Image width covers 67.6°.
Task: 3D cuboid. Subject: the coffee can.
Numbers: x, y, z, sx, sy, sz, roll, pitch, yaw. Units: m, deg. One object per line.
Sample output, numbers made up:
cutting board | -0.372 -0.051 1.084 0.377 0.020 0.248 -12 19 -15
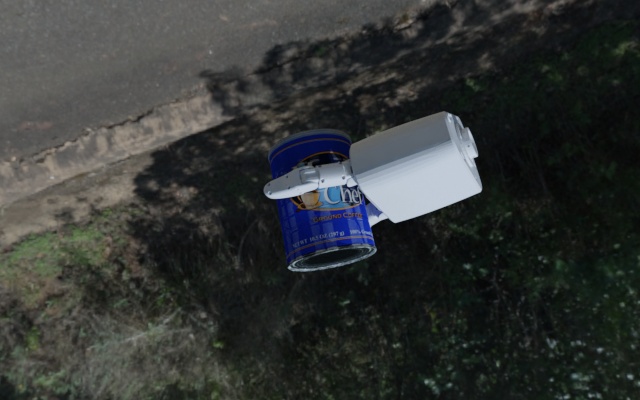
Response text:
coffee can | 0.000 0.002 0.559 0.103 0.140 0.103 -11 -18 -3
